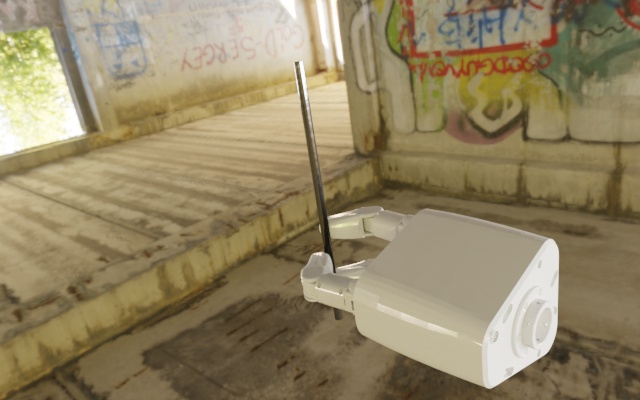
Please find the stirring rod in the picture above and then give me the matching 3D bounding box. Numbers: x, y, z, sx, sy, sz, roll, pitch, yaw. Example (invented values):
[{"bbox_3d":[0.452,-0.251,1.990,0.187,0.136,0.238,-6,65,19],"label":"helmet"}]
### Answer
[{"bbox_3d":[0.000,0.001,0.420,0.011,0.240,0.011,-8,20,3],"label":"stirring rod"}]
